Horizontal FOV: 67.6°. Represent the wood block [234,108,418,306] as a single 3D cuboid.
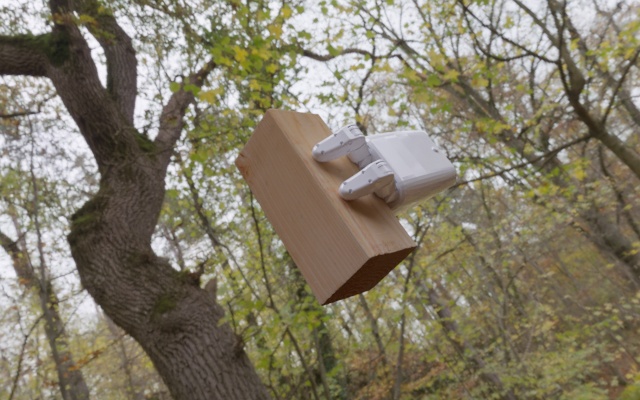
[{"bbox_3d":[0.000,0.002,0.543,0.090,0.206,0.091,-5,-37,-48],"label":"wood block"}]
